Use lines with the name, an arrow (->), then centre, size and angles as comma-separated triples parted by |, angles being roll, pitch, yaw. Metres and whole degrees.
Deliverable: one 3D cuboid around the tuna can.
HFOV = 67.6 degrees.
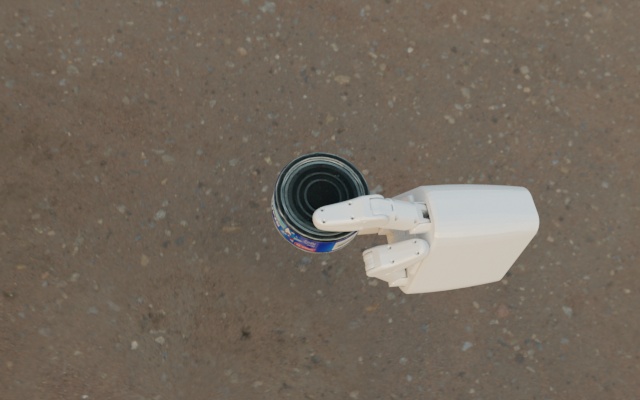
tuna can -> 0.000, 0.001, 0.421 | 0.086, 0.086, 0.034 | 0, -22, -10
